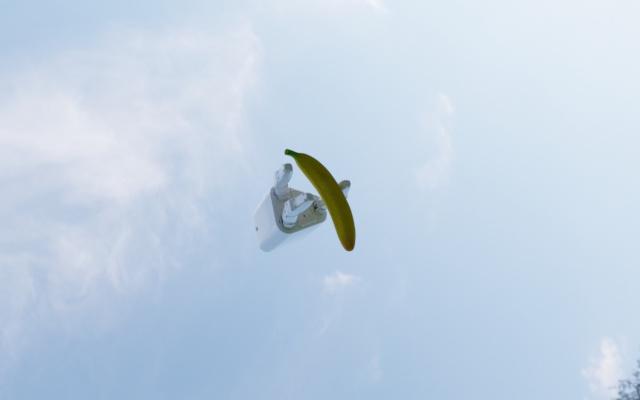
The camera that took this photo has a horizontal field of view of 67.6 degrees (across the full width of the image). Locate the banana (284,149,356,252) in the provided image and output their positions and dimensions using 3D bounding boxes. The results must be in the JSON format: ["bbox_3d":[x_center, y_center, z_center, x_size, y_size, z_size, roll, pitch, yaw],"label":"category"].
[{"bbox_3d":[0.010,-0.006,0.800,0.069,0.198,0.037,-27,-11,-44],"label":"banana"}]
